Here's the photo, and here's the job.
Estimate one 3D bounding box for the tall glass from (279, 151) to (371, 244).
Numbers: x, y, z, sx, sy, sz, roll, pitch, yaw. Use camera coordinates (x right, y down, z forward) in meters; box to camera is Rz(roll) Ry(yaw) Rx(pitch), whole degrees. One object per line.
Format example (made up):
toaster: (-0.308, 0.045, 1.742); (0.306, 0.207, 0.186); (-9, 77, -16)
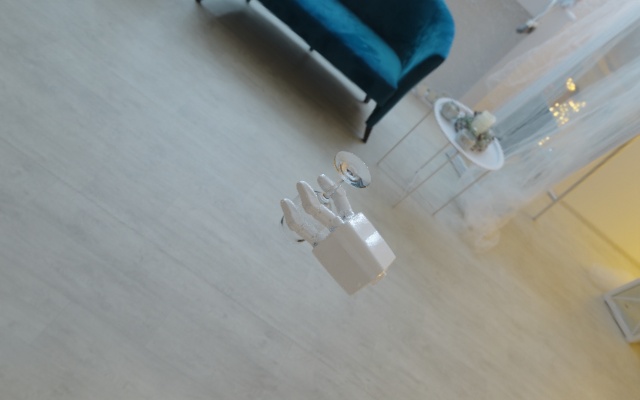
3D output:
tall glass: (0.000, 0.002, 0.849); (0.079, 0.079, 0.201); (0, -33, -40)
